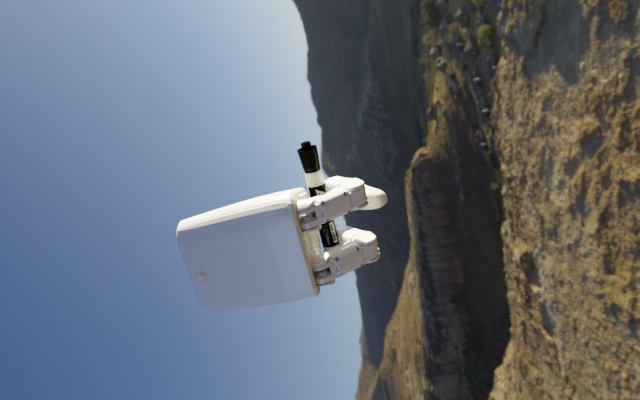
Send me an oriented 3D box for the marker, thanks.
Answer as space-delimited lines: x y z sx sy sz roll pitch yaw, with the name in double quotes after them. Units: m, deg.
0.000 0.001 0.461 0.020 0.121 0.020 -13 19 5 "marker"
